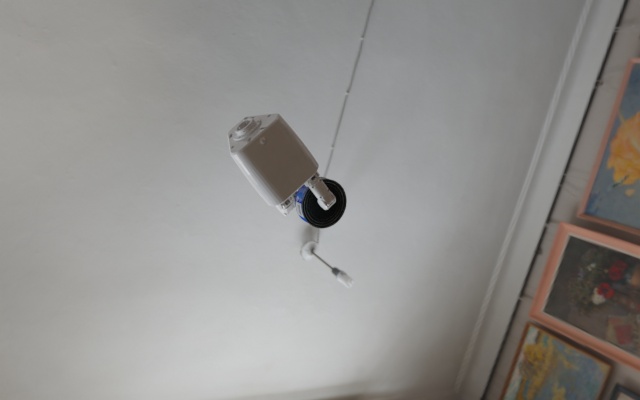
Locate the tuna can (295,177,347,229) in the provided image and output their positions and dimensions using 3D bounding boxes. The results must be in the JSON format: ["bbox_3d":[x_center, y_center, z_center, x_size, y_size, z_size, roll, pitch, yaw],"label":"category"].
[{"bbox_3d":[0.000,0.003,0.821,0.086,0.086,0.033,0,12,-28],"label":"tuna can"}]
